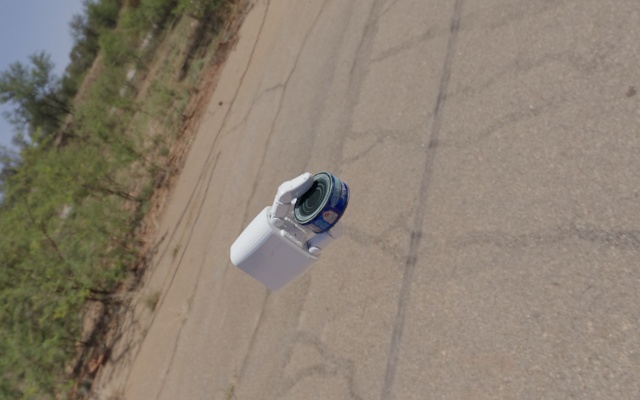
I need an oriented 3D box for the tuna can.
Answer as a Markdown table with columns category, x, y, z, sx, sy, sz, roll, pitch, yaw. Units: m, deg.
| category | x | y | z | sx | sy | sz | roll | pitch | yaw |
| --- | --- | --- | --- | --- | --- | --- | --- | --- | --- |
| tuna can | 0.000 | 0.002 | 0.681 | 0.034 | 0.086 | 0.086 | 32 | -17 | -30 |
